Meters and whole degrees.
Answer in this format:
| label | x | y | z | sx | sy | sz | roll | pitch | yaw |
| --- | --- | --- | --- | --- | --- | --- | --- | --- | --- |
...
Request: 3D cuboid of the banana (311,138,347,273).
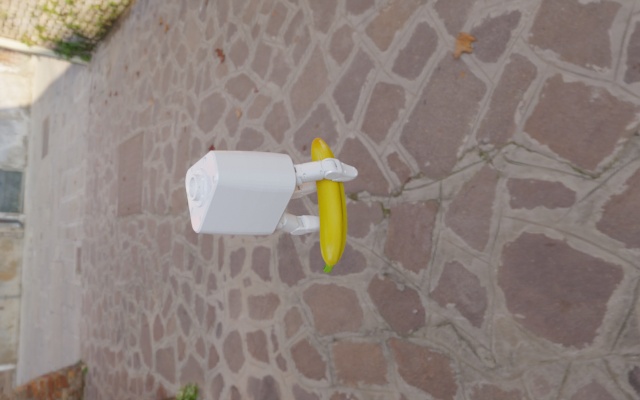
| label | x | y | z | sx | sy | sz | roll | pitch | yaw |
| --- | --- | --- | --- | --- | --- | --- | --- | --- | --- |
| banana | 0.009 | 0.004 | 0.671 | 0.037 | 0.198 | 0.069 | -1 | -5 | -29 |
